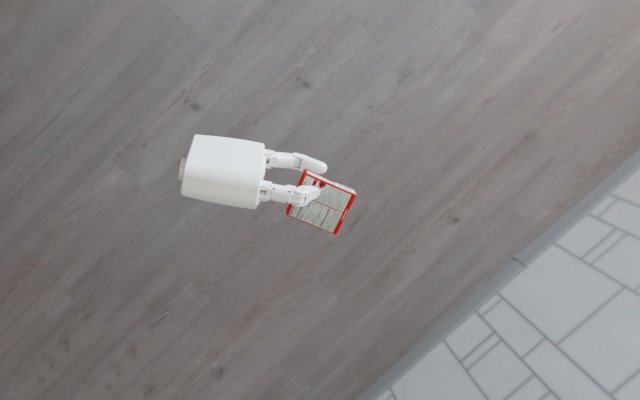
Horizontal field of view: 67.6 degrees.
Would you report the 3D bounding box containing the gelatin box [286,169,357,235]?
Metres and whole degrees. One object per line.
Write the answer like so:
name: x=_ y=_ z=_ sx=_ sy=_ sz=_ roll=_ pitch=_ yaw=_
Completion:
gelatin box: x=0.000 y=0.003 z=0.739 sx=0.089 sy=0.073 sz=0.030 roll=23 pitch=15 yaw=-10
